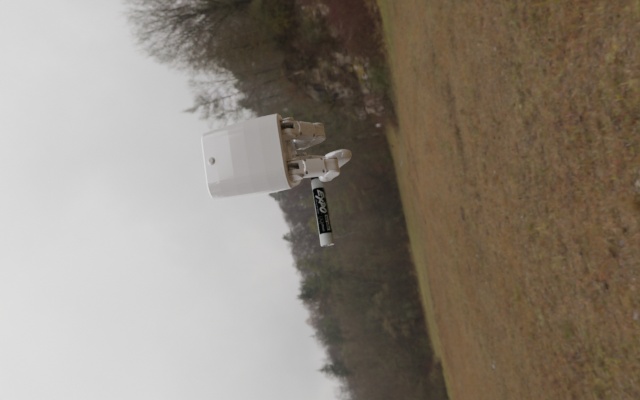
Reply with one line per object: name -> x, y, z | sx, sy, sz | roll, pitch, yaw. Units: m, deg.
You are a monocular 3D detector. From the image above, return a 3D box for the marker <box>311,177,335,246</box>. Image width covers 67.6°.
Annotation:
marker -> 0.000, 0.002, 0.656 | 0.020, 0.121, 0.020 | -9, -13, -2
